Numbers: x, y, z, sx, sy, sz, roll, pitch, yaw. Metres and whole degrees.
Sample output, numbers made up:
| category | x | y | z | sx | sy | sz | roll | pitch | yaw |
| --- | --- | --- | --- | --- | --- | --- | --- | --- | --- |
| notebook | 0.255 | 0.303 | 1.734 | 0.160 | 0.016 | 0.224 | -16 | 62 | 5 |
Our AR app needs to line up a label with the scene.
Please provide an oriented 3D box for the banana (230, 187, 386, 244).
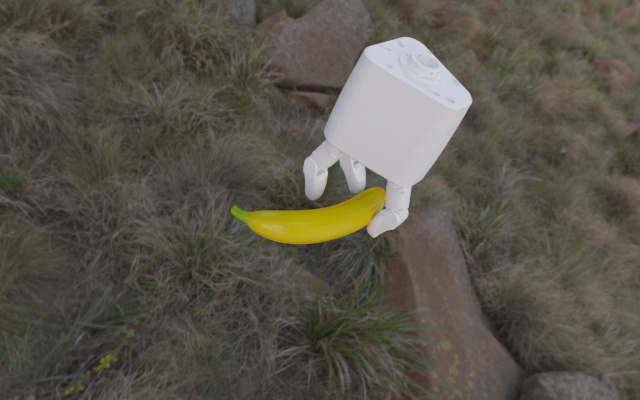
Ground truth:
| category | x | y | z | sx | sy | sz | roll | pitch | yaw |
| --- | --- | --- | --- | --- | --- | --- | --- | --- | --- |
| banana | 0.004 | 0.016 | 0.543 | 0.198 | 0.069 | 0.037 | -6 | -39 | -27 |
